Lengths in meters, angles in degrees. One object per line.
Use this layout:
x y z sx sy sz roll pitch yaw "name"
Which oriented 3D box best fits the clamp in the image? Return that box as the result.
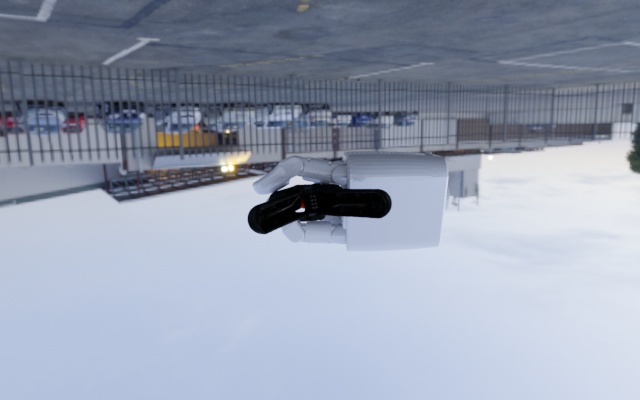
0.000 0.002 0.462 0.120 0.039 0.171 -1 9 0 "clamp"
